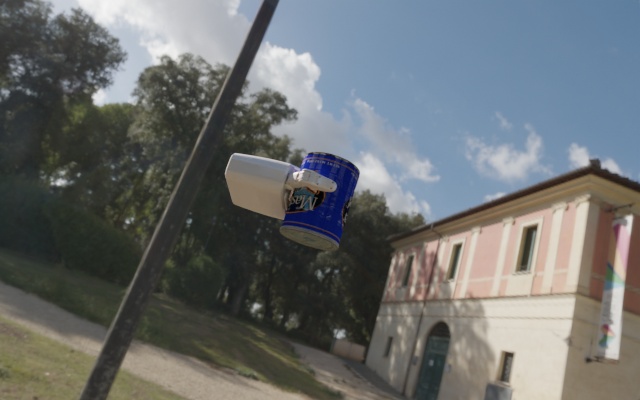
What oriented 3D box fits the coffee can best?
[{"bbox_3d":[0.000,0.003,0.814,0.103,0.140,0.103,16,-16,5],"label":"coffee can"}]
